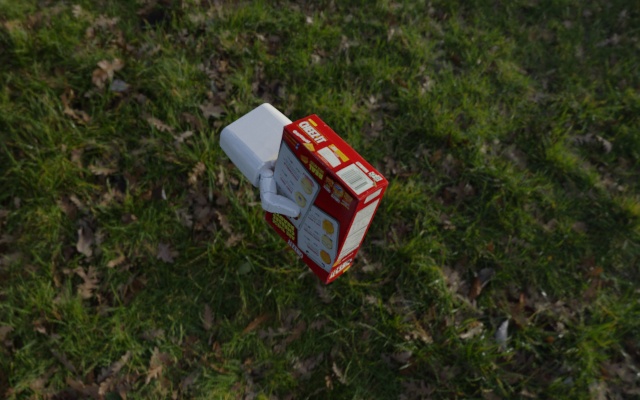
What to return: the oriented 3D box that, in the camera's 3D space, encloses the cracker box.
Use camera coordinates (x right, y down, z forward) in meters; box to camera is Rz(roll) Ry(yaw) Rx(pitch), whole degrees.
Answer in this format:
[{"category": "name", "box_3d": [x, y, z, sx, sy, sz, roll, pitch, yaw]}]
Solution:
[{"category": "cracker box", "box_3d": [0.000, 0.002, 0.739, 0.072, 0.214, 0.164, -29, 62, -33]}]
